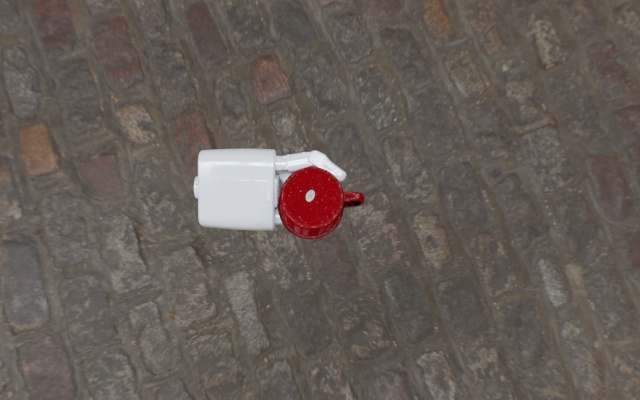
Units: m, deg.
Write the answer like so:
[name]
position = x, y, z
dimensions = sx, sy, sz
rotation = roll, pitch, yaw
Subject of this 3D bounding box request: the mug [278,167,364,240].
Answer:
[mug]
position = 0.002, 0.002, 0.633
dimensions = 0.117, 0.093, 0.081
rotation = -1, -9, -2
